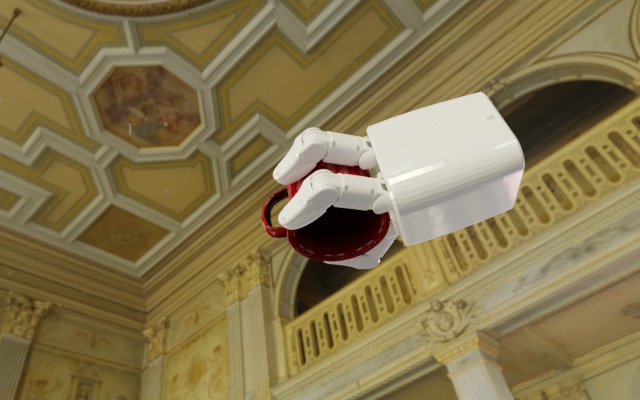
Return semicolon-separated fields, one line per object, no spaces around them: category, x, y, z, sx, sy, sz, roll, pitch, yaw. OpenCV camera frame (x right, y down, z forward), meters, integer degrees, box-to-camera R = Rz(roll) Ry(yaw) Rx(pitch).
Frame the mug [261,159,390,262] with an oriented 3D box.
mug;-0.001;0.002;0.454;0.117;0.081;0.093;-18;-44;7
